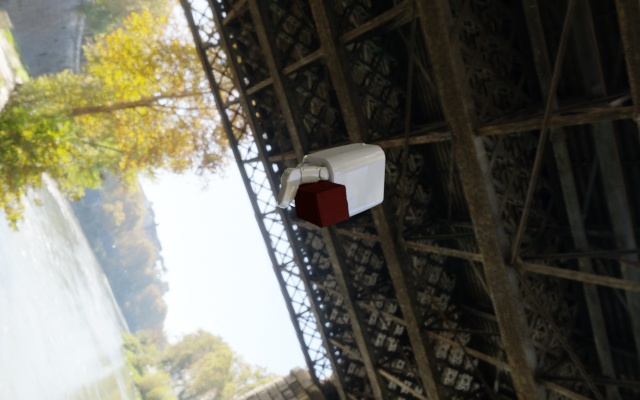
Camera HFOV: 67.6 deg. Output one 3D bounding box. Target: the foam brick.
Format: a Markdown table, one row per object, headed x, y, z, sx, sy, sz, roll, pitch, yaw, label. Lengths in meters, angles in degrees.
| x | y | z | sx | sy | sz | roll | pitch | yaw | label |
| --- | --- | --- | --- | --- | --- | --- | --- | --- | --- |
| 0.000 | 0.002 | 0.707 | 0.051 | 0.053 | 0.078 | -16 | 17 | -26 | foam brick |
